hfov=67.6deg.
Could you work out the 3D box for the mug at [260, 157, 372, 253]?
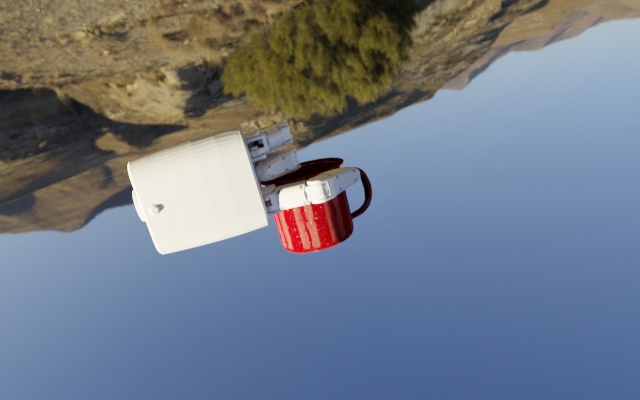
[{"bbox_3d":[0.001,0.001,0.520,0.117,0.081,0.093,-17,14,-10],"label":"mug"}]
